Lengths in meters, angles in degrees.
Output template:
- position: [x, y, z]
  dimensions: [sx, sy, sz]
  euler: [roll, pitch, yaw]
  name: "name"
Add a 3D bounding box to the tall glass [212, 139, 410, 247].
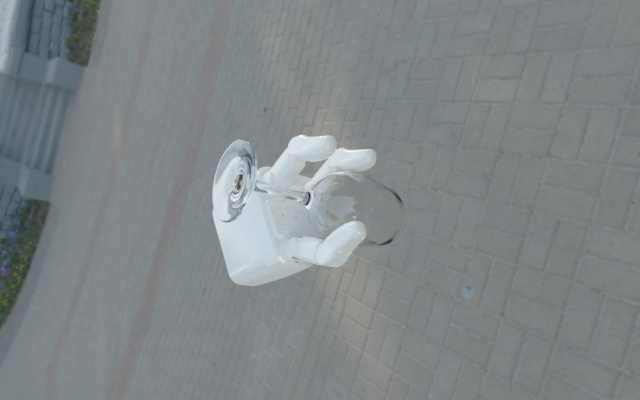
- position: [0.000, 0.001, 0.474]
  dimensions: [0.201, 0.079, 0.079]
  euler: [14, -9, -37]
  name: "tall glass"
